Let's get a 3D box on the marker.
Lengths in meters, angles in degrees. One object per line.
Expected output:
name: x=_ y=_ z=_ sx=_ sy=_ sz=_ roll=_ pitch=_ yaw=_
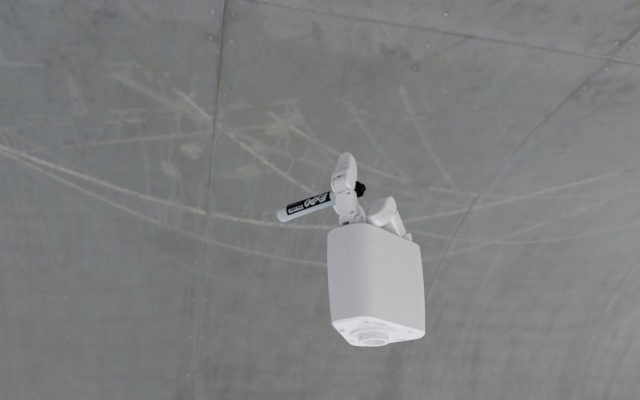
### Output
marker: x=0.000 y=0.002 z=0.578 sx=0.121 sy=0.020 sz=0.020 roll=-18 pitch=-9 yaw=28
